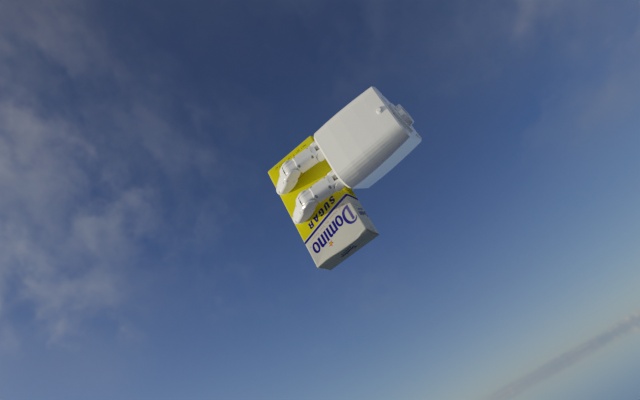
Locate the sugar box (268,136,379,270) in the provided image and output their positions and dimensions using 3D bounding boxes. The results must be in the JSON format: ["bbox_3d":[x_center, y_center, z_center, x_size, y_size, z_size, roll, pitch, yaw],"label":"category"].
[{"bbox_3d":[0.000,0.002,0.693,0.093,0.176,0.048,-39,-30,18],"label":"sugar box"}]
